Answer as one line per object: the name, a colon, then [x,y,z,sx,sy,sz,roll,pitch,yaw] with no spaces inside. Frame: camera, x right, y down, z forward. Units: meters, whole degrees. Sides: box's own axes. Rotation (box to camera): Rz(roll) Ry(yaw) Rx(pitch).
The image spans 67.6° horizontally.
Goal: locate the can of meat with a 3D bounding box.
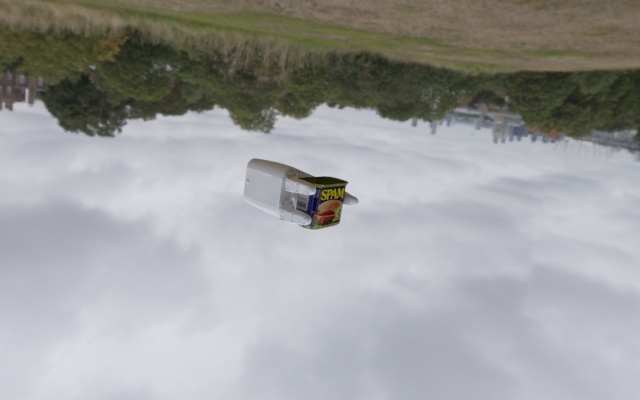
can of meat: [0.000,0.003,0.878,0.057,0.084,0.102,18,15,35]
